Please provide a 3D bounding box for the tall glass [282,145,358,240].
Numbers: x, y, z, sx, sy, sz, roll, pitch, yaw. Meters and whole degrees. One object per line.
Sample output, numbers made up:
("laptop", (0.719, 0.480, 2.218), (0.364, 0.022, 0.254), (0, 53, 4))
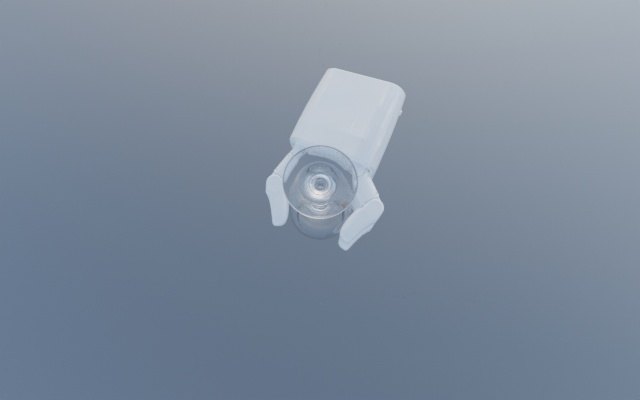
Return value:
("tall glass", (0.000, 0.002, 0.560), (0.079, 0.079, 0.201), (0, -12, 0))
